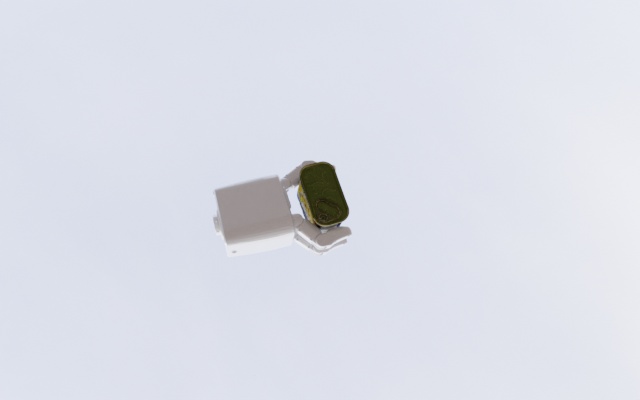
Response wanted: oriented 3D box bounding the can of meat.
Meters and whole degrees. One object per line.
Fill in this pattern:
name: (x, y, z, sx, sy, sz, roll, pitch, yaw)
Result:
can of meat: (0.000, 0.002, 0.757, 0.057, 0.102, 0.084, -15, -17, -14)
